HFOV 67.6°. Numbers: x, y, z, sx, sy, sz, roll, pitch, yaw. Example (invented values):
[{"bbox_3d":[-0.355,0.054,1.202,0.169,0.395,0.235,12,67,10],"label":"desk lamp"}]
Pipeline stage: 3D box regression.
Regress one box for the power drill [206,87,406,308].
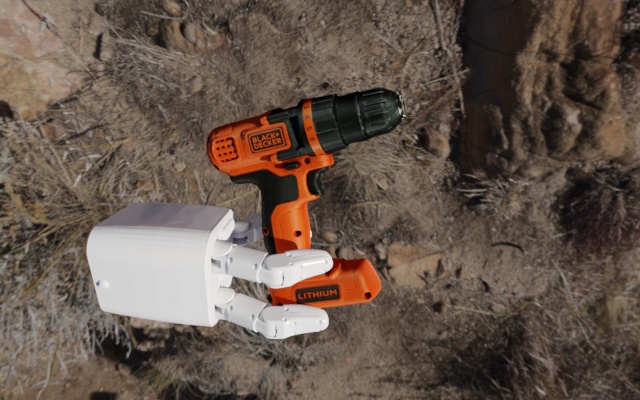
[{"bbox_3d":[0.000,0.002,0.440,0.184,0.188,0.057,-11,9,18],"label":"power drill"}]
